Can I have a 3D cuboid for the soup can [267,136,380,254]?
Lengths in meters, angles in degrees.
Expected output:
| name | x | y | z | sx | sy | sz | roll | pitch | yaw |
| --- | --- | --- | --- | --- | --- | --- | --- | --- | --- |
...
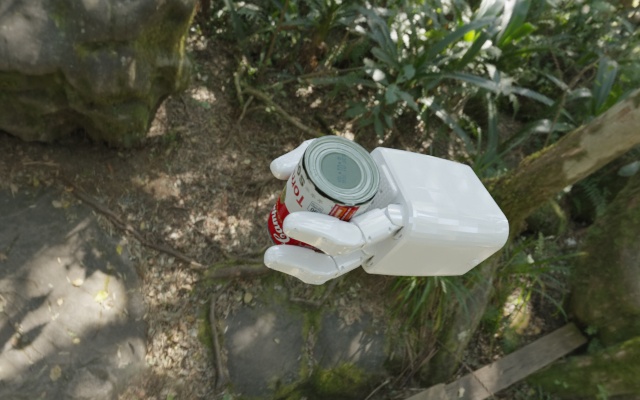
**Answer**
| name | x | y | z | sx | sy | sz | roll | pitch | yaw |
| --- | --- | --- | --- | --- | --- | --- | --- | --- | --- |
| soup can | 0.000 | 0.001 | 0.411 | 0.068 | 0.068 | 0.102 | 0 | -32 | -25 |
